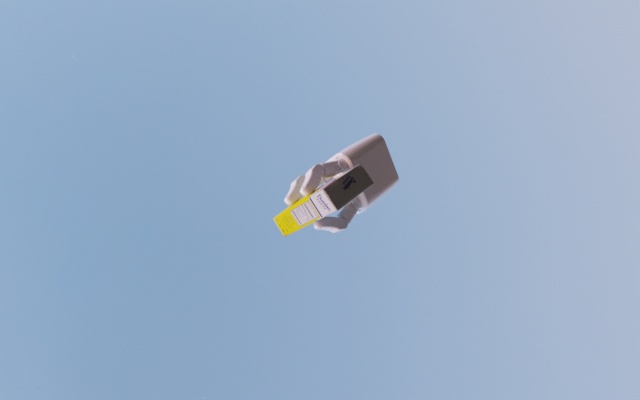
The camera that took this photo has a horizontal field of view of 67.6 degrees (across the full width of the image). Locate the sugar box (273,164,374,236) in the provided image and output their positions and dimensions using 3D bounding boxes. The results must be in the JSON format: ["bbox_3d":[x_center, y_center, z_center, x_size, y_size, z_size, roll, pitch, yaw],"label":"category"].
[{"bbox_3d":[0.000,0.002,0.792,0.093,0.048,0.176,-35,1,-36],"label":"sugar box"}]
